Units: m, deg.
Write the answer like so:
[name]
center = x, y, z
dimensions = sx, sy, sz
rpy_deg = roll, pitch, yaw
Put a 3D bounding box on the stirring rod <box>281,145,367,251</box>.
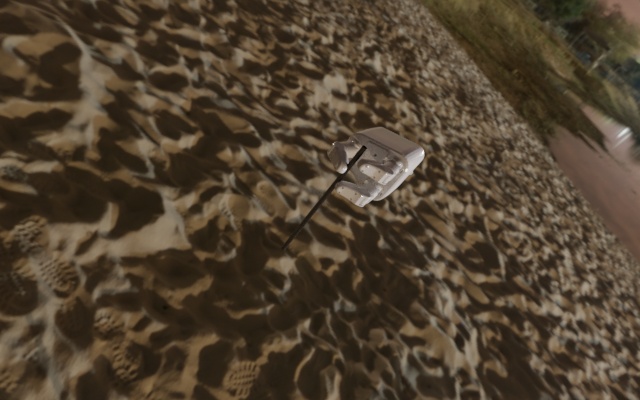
[stirring rod]
center = 0.000, 0.003, 0.760
dimensions = 0.011, 0.011, 0.240
rpy_deg = 0, -42, -46
